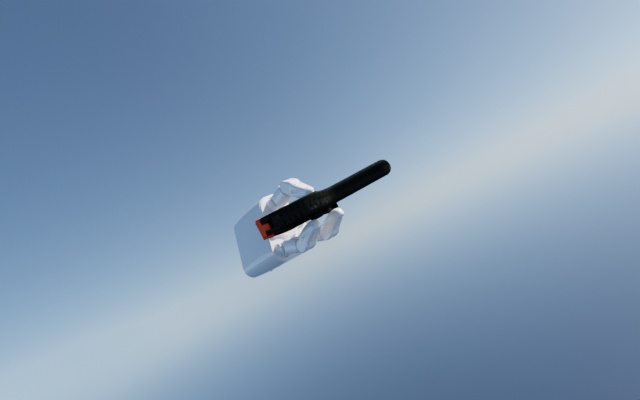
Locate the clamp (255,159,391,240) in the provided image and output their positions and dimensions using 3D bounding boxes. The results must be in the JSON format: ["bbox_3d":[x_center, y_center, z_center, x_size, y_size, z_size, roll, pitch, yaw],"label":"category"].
[{"bbox_3d":[-0.001,0.002,0.699,0.210,0.036,0.165,-22,-11,-44],"label":"clamp"}]
